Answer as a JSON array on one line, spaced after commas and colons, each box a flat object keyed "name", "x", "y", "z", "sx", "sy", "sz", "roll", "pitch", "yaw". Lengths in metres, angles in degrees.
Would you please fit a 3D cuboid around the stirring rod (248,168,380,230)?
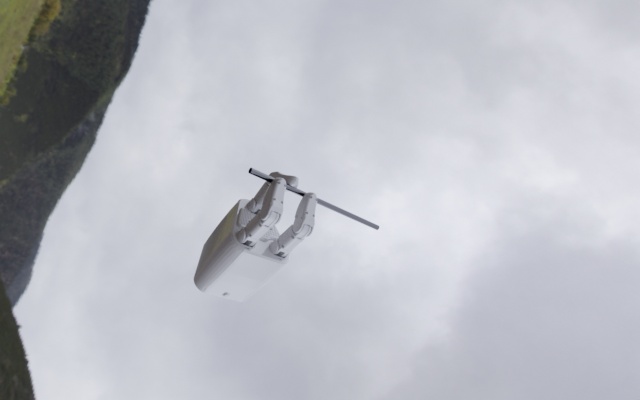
[{"name": "stirring rod", "x": 0.000, "y": 0.002, "z": 0.673, "sx": 0.239, "sy": 0.011, "sz": 0.011, "roll": 24, "pitch": -15, "yaw": -36}]
